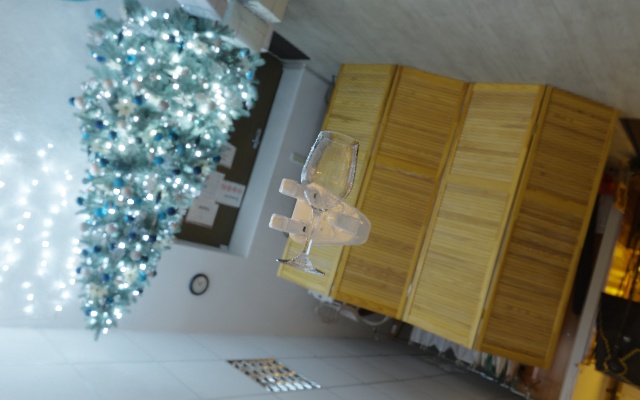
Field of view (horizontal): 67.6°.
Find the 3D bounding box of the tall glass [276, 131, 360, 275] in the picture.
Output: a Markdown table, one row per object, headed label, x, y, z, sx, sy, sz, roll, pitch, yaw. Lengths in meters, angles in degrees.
| label | x | y | z | sx | sy | sz | roll | pitch | yaw |
| --- | --- | --- | --- | --- | --- | --- | --- | --- | --- |
| tall glass | 0.000 | 0.003 | 0.700 | 0.079 | 0.201 | 0.079 | 17 | -4 | 1 |
